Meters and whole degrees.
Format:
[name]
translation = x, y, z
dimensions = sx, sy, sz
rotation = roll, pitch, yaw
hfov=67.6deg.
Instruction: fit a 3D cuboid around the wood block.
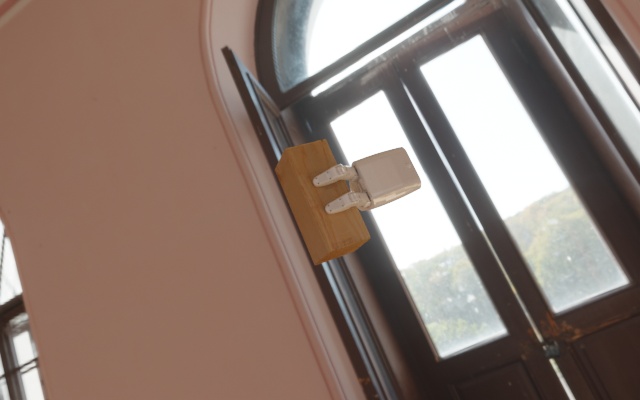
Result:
[wood block]
translation = 0.000, 0.003, 0.892
dimensions = 0.090, 0.206, 0.091
rotation = -17, -16, -23
